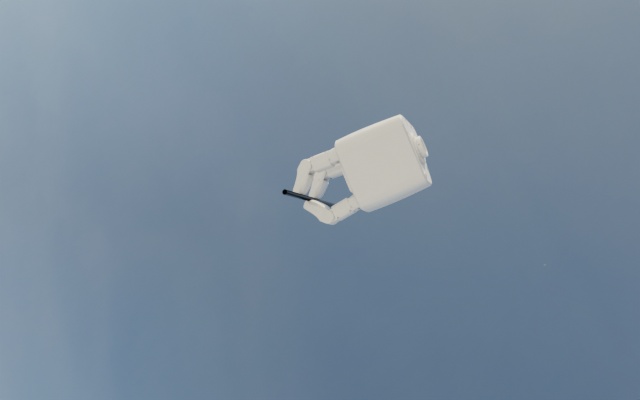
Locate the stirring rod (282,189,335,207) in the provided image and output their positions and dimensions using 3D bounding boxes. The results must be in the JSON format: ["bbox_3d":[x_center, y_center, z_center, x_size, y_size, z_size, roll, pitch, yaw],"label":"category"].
[{"bbox_3d":[0.000,0.003,0.782,0.011,0.011,0.239,0,-7,25],"label":"stirring rod"}]
